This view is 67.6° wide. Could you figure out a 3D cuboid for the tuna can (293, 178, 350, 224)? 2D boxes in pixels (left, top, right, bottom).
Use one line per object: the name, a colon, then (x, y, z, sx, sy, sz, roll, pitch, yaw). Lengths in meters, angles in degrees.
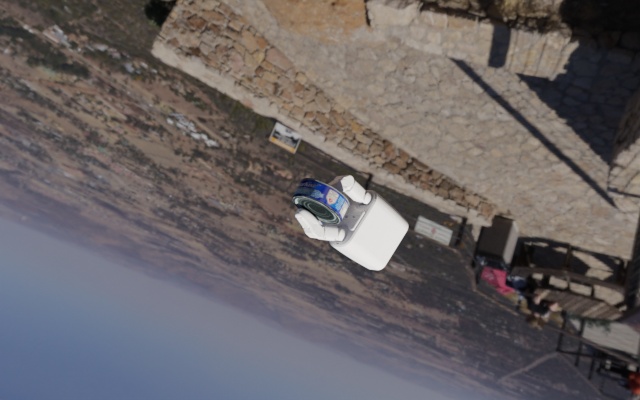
tuna can: (0.000, 0.003, 0.748, 0.086, 0.033, 0.086, 24, -20, 9)
